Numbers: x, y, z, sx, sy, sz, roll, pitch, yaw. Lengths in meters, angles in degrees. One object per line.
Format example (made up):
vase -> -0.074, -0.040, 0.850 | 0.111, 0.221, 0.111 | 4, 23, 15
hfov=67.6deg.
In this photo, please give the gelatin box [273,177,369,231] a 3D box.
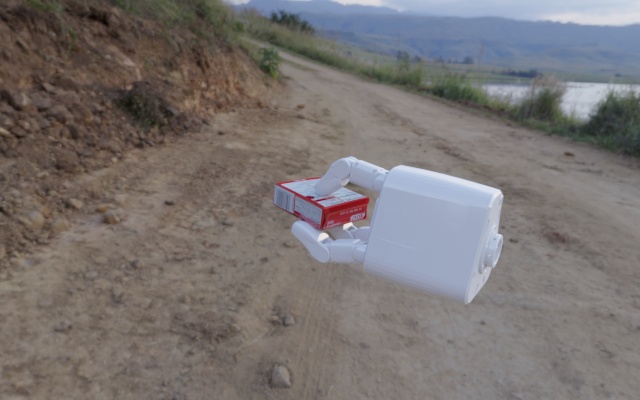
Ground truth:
gelatin box -> 0.000, 0.001, 0.559 | 0.073, 0.030, 0.089 | -12, 28, -43
